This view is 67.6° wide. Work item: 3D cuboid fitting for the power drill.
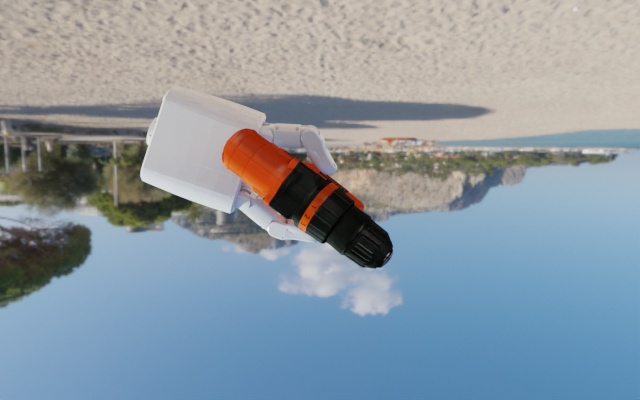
[{"bbox_3d":[0.000,0.002,0.504,0.184,0.057,0.187,39,2,10],"label":"power drill"}]
